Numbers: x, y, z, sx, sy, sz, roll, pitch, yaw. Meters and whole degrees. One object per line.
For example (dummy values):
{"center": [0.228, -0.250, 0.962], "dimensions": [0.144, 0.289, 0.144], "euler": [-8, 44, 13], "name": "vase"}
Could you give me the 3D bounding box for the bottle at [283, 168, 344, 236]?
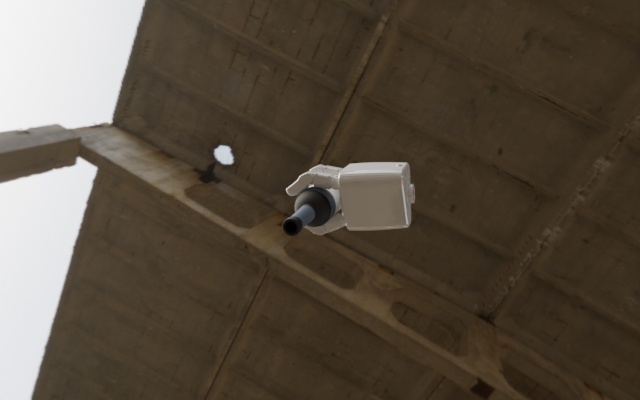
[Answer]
{"center": [0.000, 0.003, 0.843], "dimensions": [0.069, 0.069, 0.295], "euler": [0, 15, 18], "name": "bottle"}
